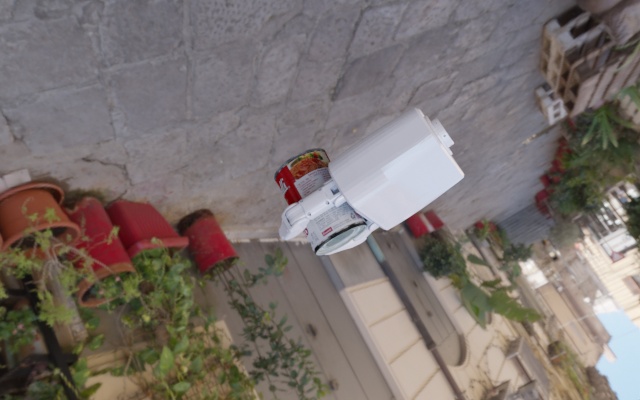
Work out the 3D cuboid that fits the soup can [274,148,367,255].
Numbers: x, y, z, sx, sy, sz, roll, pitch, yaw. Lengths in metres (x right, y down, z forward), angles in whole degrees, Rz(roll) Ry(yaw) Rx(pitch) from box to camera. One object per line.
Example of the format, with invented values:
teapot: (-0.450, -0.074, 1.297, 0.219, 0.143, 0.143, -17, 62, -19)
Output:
soup can: (0.000, 0.002, 0.539, 0.068, 0.102, 0.068, -27, -17, -9)
